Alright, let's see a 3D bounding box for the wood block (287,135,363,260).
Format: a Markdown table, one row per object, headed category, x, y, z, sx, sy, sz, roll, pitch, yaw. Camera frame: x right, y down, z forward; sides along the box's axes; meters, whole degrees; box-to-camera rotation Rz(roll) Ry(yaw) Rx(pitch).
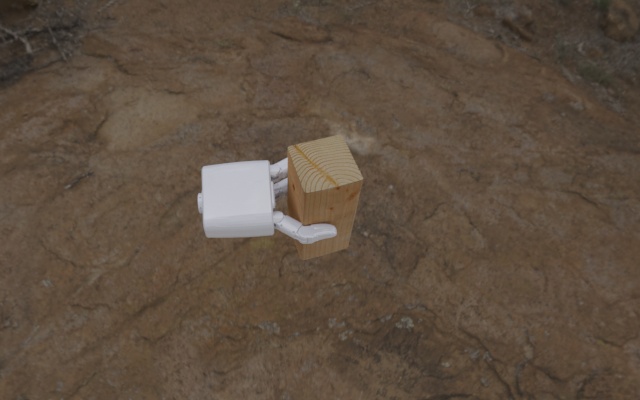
| category | x | y | z | sx | sy | sz | roll | pitch | yaw |
| --- | --- | --- | --- | --- | --- | --- | --- | --- | --- |
| wood block | 0.000 | 0.003 | 0.774 | 0.090 | 0.090 | 0.206 | -14 | -31 | -13 |
